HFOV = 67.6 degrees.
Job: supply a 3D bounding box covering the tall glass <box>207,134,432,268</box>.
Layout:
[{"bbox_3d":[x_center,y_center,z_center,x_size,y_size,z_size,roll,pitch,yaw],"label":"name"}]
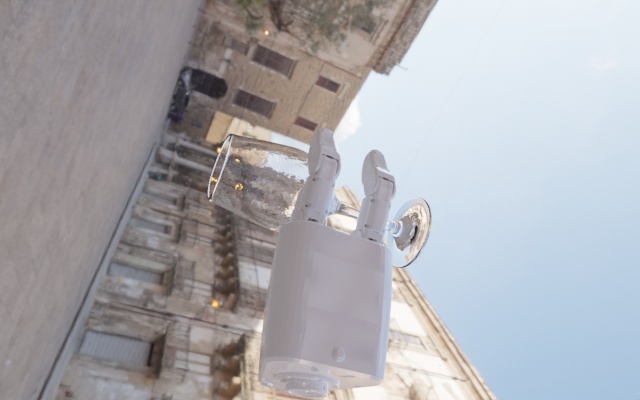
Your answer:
[{"bbox_3d":[0.001,0.002,0.447,0.201,0.079,0.079,20,-7,-19],"label":"tall glass"}]
